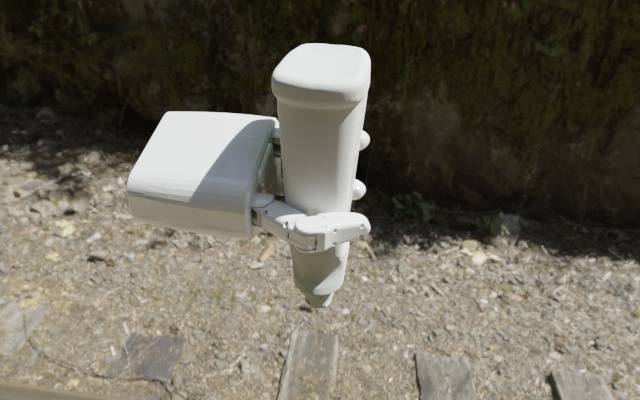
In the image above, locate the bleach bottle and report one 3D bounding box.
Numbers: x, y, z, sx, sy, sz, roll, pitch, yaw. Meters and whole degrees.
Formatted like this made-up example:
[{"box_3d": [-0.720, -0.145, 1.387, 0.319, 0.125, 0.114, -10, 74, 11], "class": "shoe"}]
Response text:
[{"box_3d": [0.000, 0.001, 0.419, 0.068, 0.251, 0.102, 7, 33, 7], "class": "bleach bottle"}]
